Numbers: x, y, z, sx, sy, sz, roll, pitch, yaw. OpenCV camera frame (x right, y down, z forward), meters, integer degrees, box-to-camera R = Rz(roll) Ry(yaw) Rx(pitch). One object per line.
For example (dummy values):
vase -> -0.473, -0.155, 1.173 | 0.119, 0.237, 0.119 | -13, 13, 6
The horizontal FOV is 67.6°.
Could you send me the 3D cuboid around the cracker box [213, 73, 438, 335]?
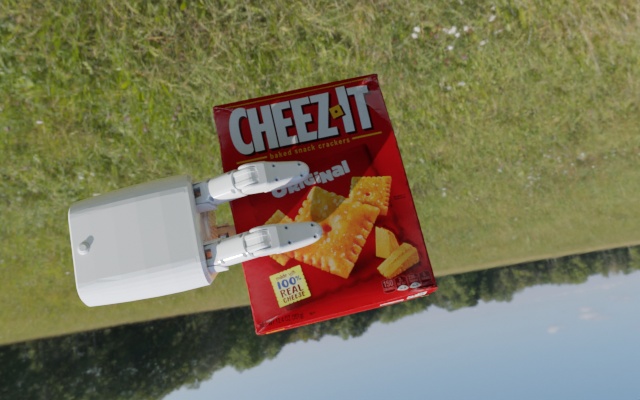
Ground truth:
cracker box -> 0.000, 0.002, 0.453 | 0.164, 0.213, 0.072 | -12, -12, -4
